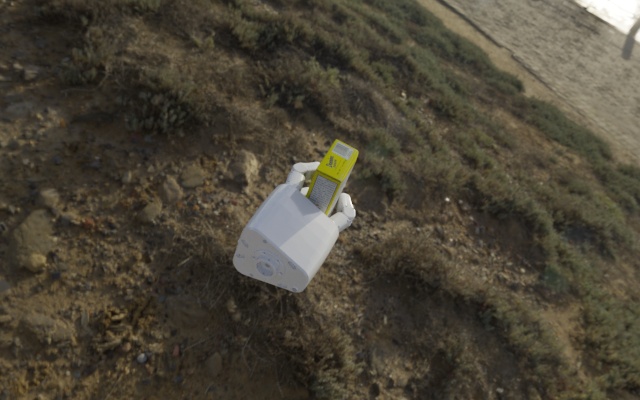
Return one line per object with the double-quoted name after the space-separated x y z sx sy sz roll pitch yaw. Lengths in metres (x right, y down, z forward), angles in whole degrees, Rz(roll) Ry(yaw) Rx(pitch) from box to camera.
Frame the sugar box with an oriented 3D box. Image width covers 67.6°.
0.000 0.002 0.736 0.048 0.176 0.093 28 40 3 "sugar box"
